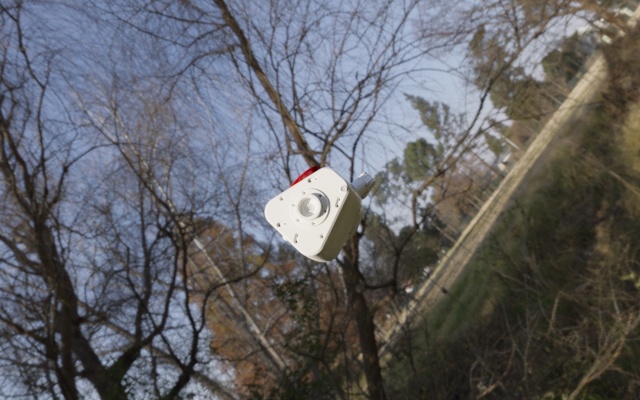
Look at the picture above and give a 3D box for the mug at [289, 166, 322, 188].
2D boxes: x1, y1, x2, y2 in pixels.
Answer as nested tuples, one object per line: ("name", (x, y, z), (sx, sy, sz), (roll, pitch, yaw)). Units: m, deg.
("mug", (0.000, 0.003, 0.759), (0.081, 0.093, 0.117), (43, -1, 14))
